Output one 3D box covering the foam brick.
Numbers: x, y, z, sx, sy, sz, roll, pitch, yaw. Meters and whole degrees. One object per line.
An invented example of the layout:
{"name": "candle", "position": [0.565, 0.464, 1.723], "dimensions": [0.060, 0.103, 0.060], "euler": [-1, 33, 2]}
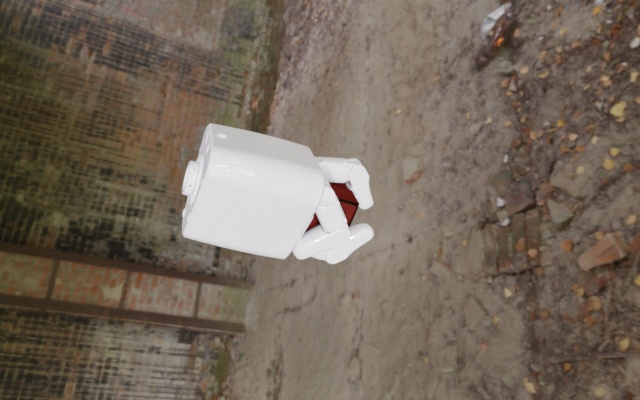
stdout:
{"name": "foam brick", "position": [0.000, 0.002, 0.518], "dimensions": [0.051, 0.053, 0.078], "euler": [13, 23, -21]}
